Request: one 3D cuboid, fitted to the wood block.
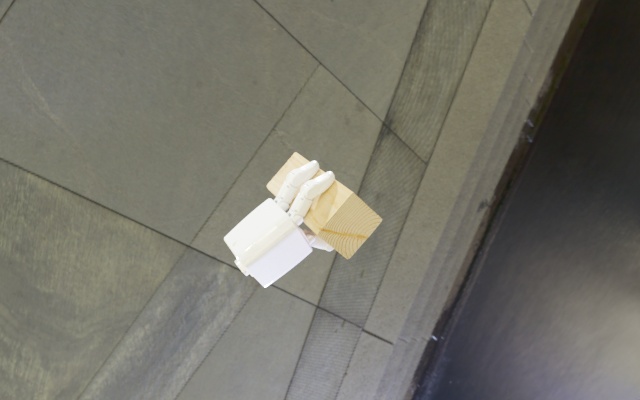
[{"bbox_3d":[0.000,0.003,0.843,0.091,0.090,0.206,41,-1,-38],"label":"wood block"}]
